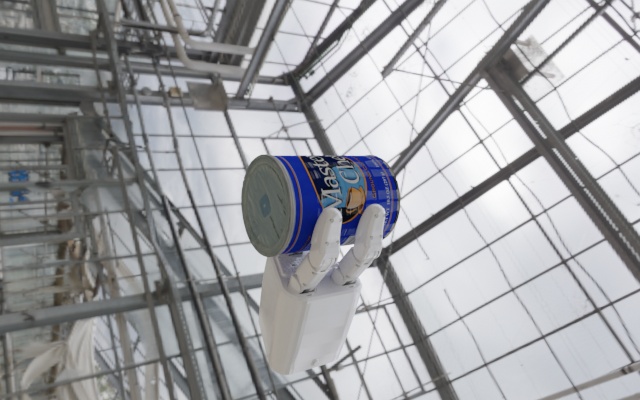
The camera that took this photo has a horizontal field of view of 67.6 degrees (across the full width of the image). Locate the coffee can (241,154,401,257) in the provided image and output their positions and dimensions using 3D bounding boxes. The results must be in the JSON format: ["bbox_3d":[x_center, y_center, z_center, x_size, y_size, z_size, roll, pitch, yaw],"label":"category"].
[{"bbox_3d":[0.000,0.001,0.515,0.140,0.103,0.103,-4,2,-35],"label":"coffee can"}]
